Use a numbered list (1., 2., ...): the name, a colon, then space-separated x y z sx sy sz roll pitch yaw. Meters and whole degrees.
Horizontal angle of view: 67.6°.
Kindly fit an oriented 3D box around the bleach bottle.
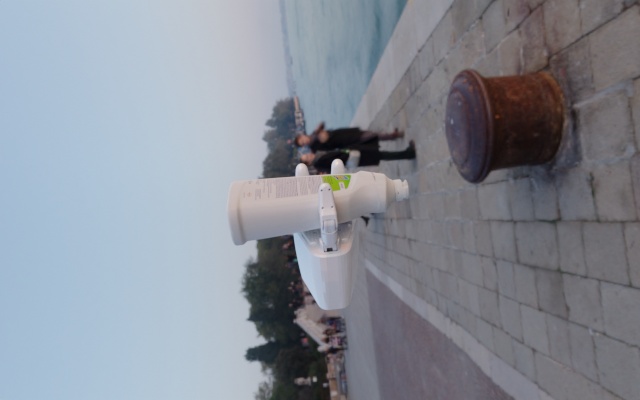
1. bleach bottle: 0.000 0.002 0.674 0.251 0.068 0.102 -6 31 -2
